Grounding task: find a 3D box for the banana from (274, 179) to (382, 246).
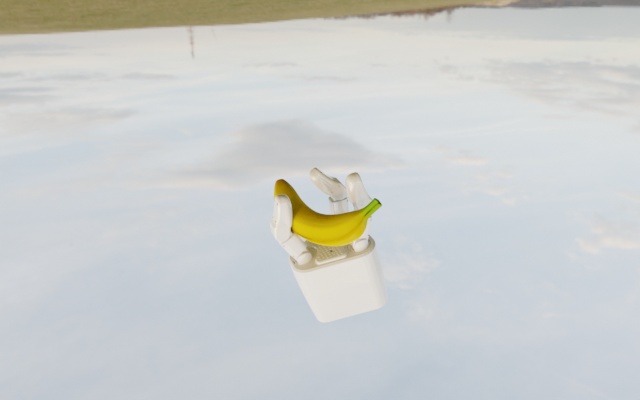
[{"bbox_3d":[-0.008,0.017,0.599,0.198,0.069,0.037,15,-25,47],"label":"banana"}]
